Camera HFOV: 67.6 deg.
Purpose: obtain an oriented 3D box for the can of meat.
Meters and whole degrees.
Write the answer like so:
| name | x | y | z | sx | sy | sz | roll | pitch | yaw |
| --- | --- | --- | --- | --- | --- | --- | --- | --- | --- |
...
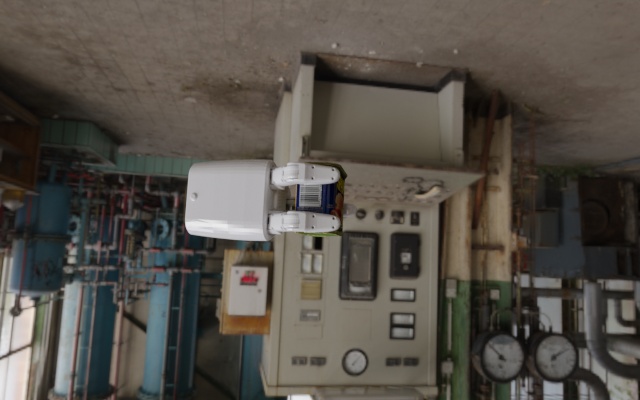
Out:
| name | x | y | z | sx | sy | sz | roll | pitch | yaw |
| --- | --- | --- | --- | --- | --- | --- | --- | --- | --- |
| can of meat | 0.000 | 0.002 | 0.601 | 0.057 | 0.084 | 0.102 | 2 | -7 | 10 |
